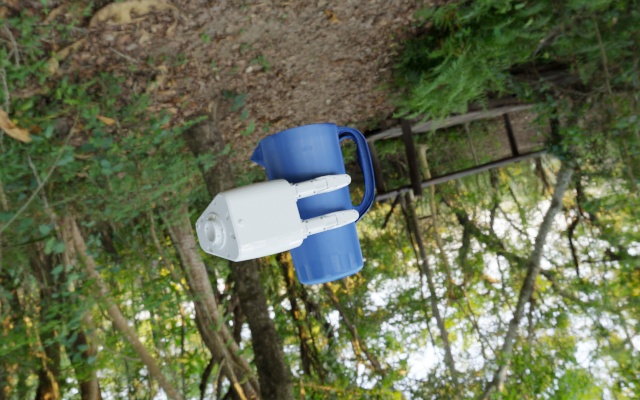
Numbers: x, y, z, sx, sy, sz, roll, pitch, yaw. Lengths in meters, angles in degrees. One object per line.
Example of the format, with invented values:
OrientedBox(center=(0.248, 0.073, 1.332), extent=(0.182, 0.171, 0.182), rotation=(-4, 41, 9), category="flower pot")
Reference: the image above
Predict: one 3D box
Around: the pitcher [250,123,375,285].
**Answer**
OrientedBox(center=(0.000, 0.003, 0.767), extent=(0.145, 0.243, 0.149), rotation=(-12, -3, -44), category="pitcher")
